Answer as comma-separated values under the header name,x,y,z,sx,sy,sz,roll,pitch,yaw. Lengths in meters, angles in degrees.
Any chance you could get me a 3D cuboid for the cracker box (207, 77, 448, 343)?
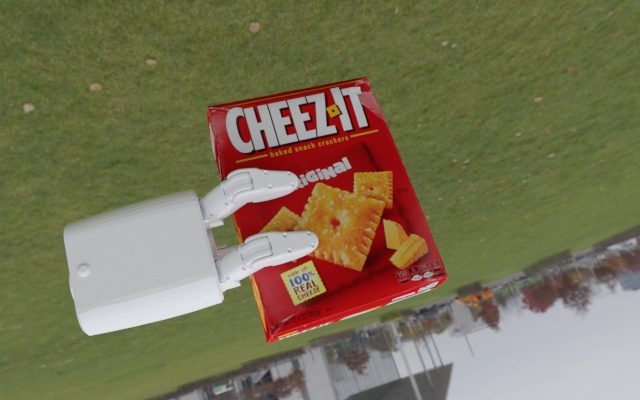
name,x,y,z,sx,sy,sz,roll,pitch,yaw
cracker box,0.000,0.002,0.444,0.164,0.213,0.072,-14,-17,-15
